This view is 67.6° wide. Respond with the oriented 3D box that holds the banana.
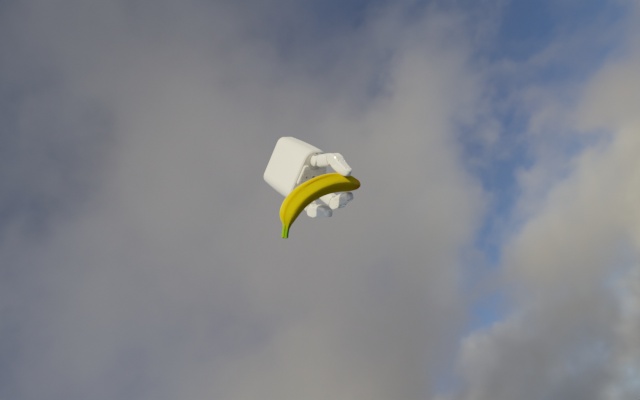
[{"bbox_3d":[-0.005,-0.010,0.872,0.197,0.070,0.037,-33,40,-27],"label":"banana"}]
